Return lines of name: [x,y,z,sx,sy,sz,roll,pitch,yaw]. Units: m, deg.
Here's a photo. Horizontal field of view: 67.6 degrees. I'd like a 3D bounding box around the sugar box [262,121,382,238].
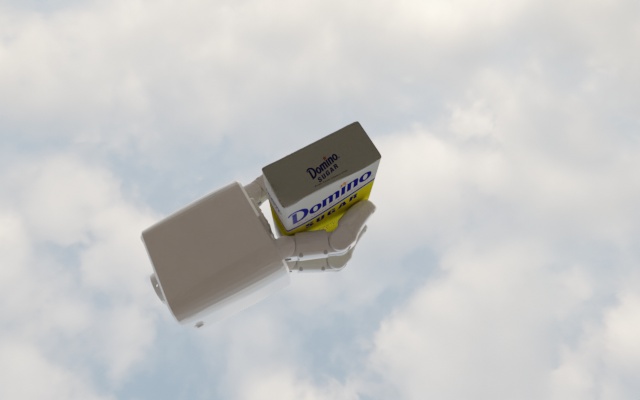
sugar box: [0.000,0.002,0.458,0.093,0.048,0.176,-28,-16,-11]
